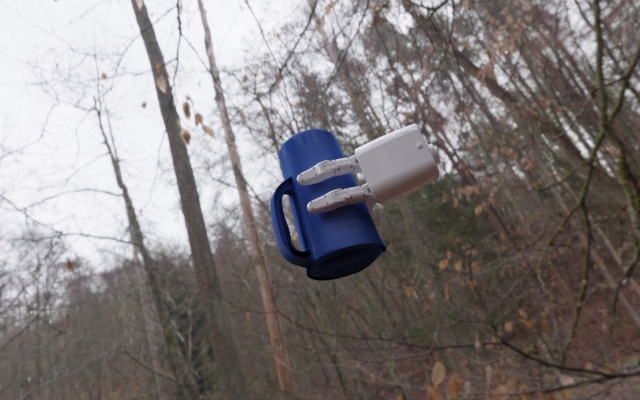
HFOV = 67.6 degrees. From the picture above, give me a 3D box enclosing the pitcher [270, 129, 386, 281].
[{"bbox_3d":[0.000,0.003,0.800,0.145,0.242,0.149,-24,-27,11],"label":"pitcher"}]
